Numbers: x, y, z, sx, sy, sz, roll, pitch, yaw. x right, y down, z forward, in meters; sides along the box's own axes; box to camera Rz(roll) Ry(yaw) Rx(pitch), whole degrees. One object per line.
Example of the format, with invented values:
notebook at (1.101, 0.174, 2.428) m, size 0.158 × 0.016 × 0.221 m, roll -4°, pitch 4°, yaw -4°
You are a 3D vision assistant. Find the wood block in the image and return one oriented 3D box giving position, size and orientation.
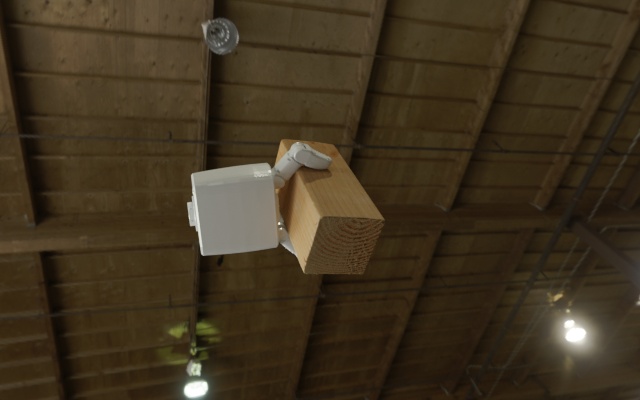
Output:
wood block at (0.000, 0.002, 0.674) m, size 0.090 × 0.091 × 0.206 m, roll 4°, pitch 32°, yaw -23°
